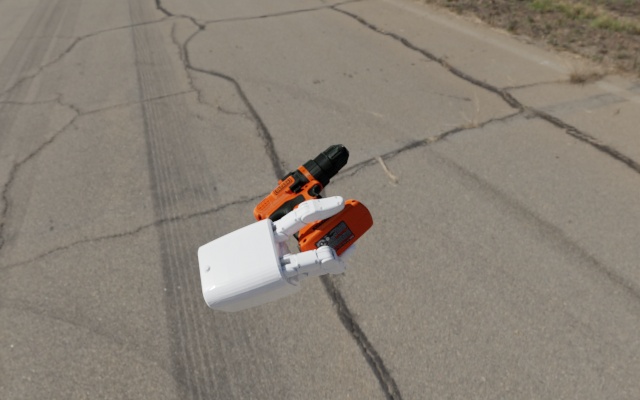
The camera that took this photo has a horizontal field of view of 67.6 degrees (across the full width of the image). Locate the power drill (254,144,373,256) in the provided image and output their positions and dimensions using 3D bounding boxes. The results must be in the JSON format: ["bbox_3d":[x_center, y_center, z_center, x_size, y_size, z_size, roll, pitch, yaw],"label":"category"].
[{"bbox_3d":[0.000,0.003,0.711,0.057,0.184,0.187,50,-3,-33],"label":"power drill"}]
